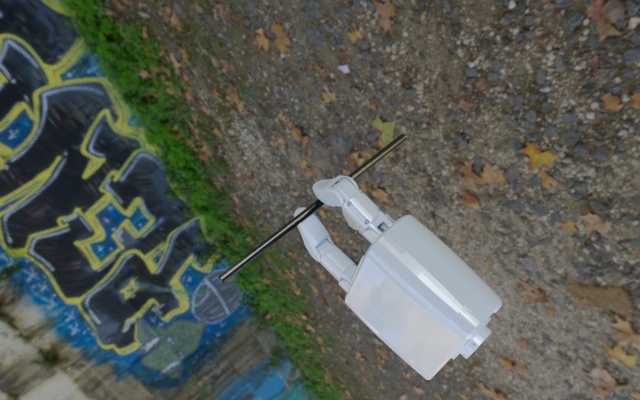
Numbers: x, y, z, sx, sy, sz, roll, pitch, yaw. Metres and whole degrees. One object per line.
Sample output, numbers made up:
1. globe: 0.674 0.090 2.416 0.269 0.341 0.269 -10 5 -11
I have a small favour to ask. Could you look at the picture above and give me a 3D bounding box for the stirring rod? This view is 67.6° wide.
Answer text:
1. stirring rod: 0.000 0.001 0.468 0.239 0.011 0.011 -38 15 -20
